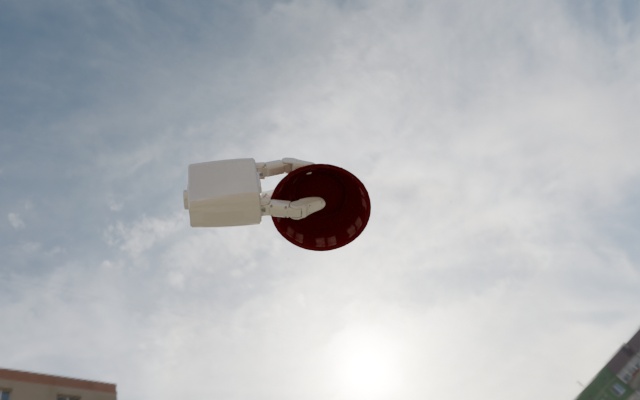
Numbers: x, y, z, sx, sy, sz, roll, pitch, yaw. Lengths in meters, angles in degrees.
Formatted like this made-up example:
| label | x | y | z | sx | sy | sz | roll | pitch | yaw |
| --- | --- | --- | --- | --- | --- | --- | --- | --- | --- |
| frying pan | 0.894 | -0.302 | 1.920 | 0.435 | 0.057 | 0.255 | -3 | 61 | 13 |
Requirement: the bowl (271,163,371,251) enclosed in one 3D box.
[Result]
| label | x | y | z | sx | sy | sz | roll | pitch | yaw |
| --- | --- | --- | --- | --- | --- | --- | --- | --- | --- |
| bowl | 0.001 | 0.003 | 0.781 | 0.162 | 0.162 | 0.055 | 0 | 30 | 0 |
